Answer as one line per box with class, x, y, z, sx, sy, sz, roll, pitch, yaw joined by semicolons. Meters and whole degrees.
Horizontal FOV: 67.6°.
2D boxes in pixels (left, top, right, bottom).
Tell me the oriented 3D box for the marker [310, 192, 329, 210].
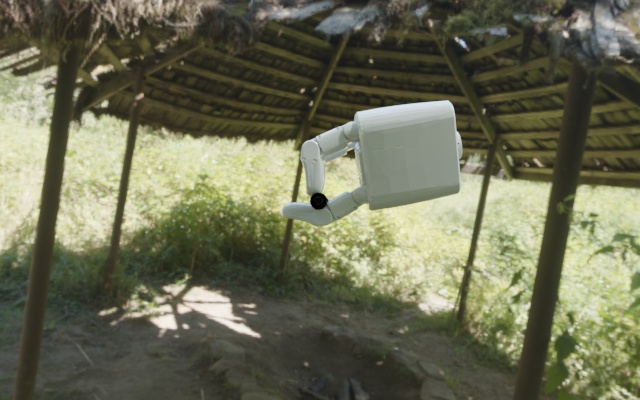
marker;0.000;0.002;0.570;0.020;0.020;0.121;0;-1;2
